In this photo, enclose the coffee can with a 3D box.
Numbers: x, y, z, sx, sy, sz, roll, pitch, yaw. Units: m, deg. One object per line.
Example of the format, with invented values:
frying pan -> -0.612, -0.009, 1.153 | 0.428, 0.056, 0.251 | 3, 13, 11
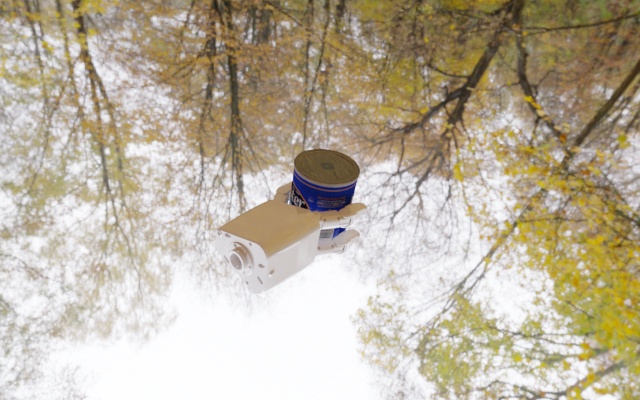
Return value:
coffee can -> 0.000, 0.002, 0.768 | 0.103, 0.140, 0.102 | 7, 35, -5
